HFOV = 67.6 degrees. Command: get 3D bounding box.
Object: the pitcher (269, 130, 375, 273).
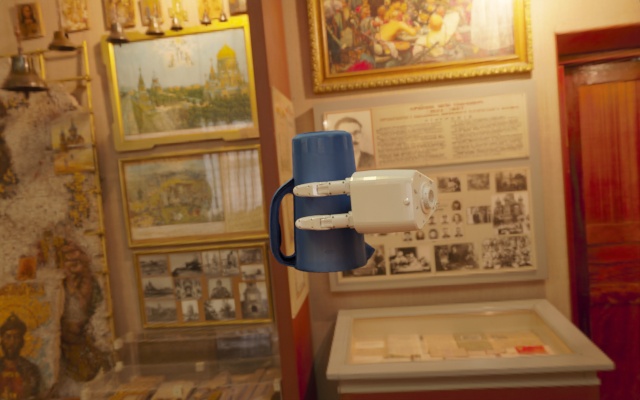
[{"bbox_3d":[0.000,0.003,0.848,0.145,0.243,0.149,-2,4,35],"label":"pitcher"}]
